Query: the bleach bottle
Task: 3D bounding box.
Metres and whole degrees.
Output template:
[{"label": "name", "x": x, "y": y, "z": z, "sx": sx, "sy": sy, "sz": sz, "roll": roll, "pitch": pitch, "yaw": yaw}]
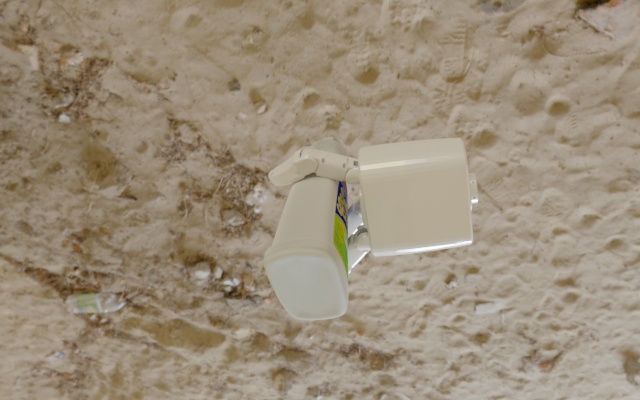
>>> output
[{"label": "bleach bottle", "x": 0.000, "y": 0.002, "z": 0.527, "sx": 0.068, "sy": 0.103, "sz": 0.250, "roll": -7, "pitch": 38, "yaw": 13}]
